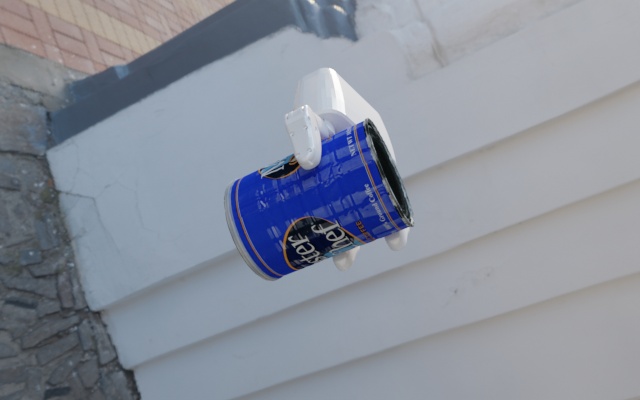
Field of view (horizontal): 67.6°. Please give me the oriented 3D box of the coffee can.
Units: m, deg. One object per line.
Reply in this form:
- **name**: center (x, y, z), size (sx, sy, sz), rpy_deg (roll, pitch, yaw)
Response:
- **coffee can**: center (0.000, 0.002, 0.433), size (0.140, 0.103, 0.103), rpy_deg (-23, -7, 16)
